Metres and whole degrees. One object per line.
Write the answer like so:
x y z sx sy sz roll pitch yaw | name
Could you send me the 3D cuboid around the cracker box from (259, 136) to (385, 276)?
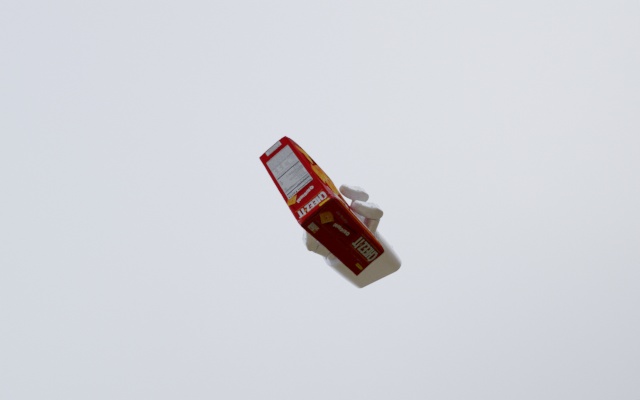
0.000 0.003 0.797 0.164 0.072 0.213 44 6 -40 | cracker box
